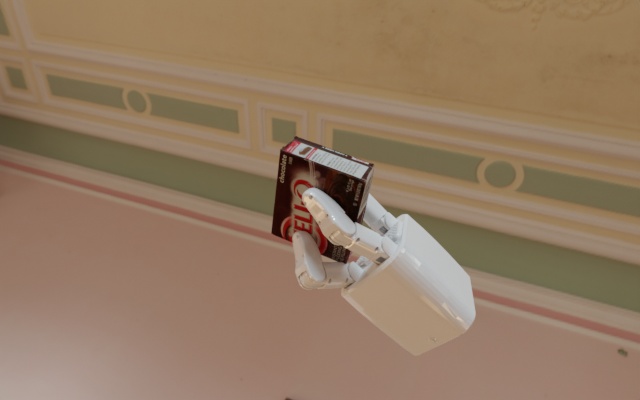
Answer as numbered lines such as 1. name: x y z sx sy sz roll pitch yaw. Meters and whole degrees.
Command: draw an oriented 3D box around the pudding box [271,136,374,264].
1. pudding box: 0.000 0.002 0.487 0.090 0.114 0.039 21 37 14
